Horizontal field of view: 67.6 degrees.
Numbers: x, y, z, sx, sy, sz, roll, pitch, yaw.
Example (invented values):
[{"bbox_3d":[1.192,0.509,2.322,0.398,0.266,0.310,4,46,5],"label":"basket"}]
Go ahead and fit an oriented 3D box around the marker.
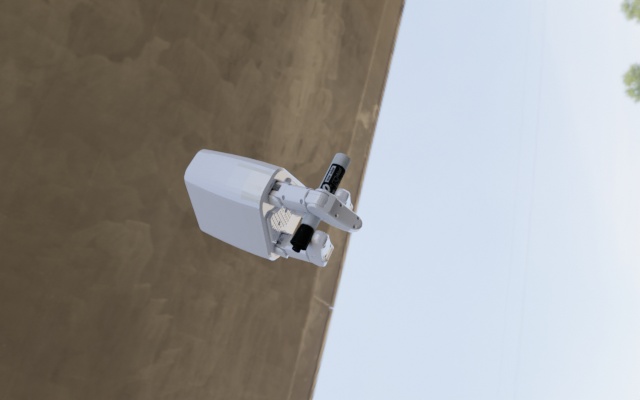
[{"bbox_3d":[0.000,0.002,0.503,0.020,0.121,0.020,22,-25,11],"label":"marker"}]
